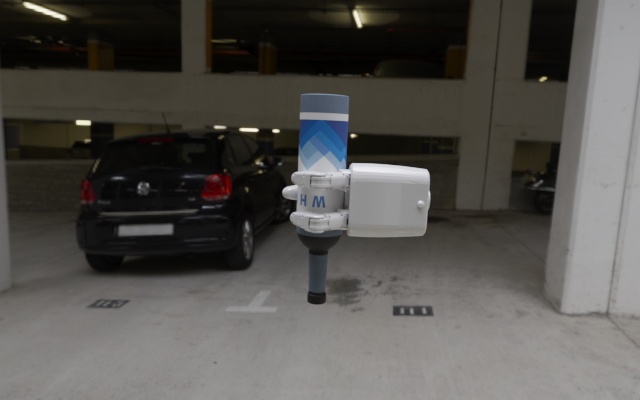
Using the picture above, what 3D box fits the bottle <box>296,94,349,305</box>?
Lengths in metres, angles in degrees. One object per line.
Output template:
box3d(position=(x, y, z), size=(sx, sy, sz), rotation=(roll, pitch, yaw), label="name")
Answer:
box3d(position=(0.000, 0.002, 0.675), size=(0.069, 0.296, 0.069), rotation=(2, 9, 0), label="bottle")
